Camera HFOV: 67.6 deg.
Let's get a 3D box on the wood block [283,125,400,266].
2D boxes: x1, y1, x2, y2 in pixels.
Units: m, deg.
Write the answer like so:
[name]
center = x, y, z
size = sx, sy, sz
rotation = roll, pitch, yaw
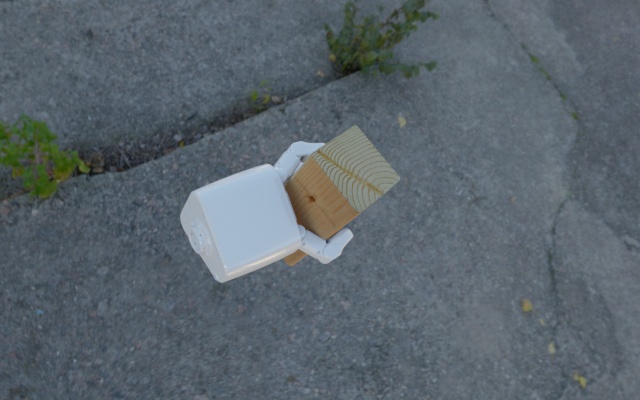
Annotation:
[wood block]
center = 0.000, 0.003, 0.649
size = 0.090, 0.091, 0.206
rotation = -36, -4, -36
